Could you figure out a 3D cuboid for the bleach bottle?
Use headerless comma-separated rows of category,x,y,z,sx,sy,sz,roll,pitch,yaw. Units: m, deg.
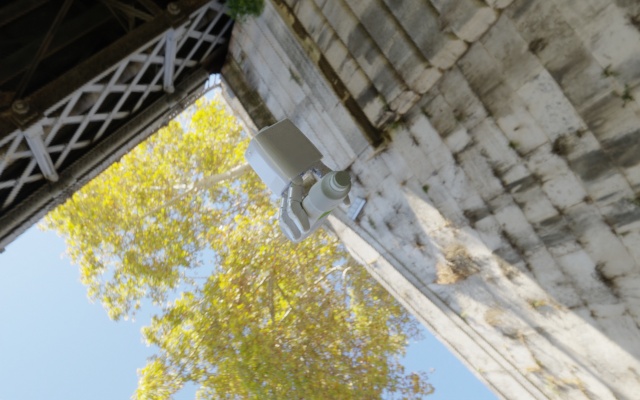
bleach bottle,0.000,0.003,0.885,0.102,0.068,0.251,-40,-3,-29
